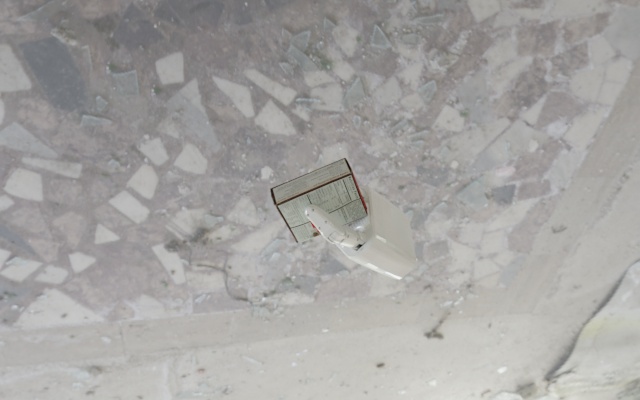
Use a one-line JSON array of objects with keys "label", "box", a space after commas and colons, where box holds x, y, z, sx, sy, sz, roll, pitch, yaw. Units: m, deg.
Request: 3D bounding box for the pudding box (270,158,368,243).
[{"label": "pudding box", "box": [0.000, 0.002, 0.655, 0.113, 0.090, 0.039, -23, 44, 1]}]
